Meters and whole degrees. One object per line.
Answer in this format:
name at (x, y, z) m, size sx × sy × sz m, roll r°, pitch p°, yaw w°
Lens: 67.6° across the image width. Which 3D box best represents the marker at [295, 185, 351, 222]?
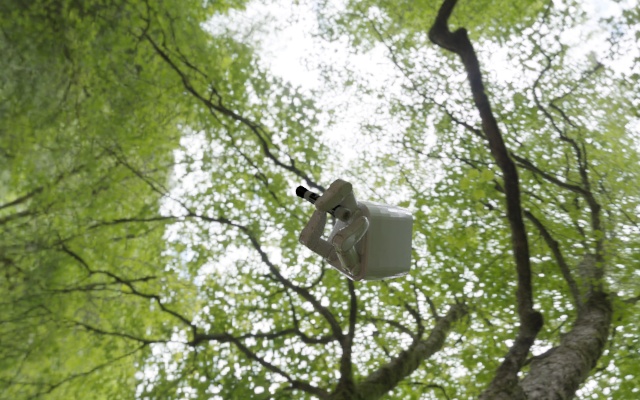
marker at (0.000, 0.002, 0.702) m, size 0.020 × 0.020 × 0.121 m, roll 0°, pitch 18°, yaw -39°
